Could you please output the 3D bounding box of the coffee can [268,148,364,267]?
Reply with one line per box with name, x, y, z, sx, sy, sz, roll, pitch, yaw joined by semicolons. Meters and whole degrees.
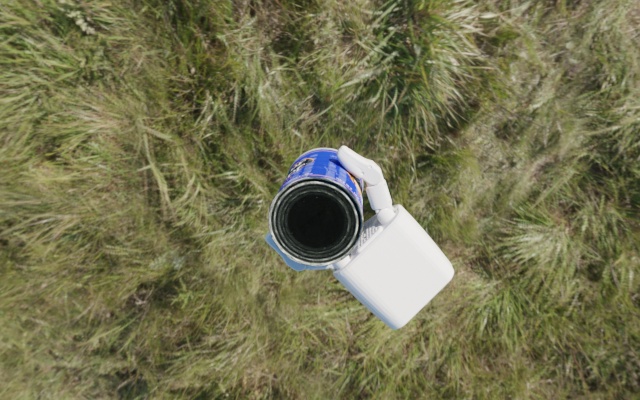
coffee can;0.000;0.002;0.571;0.103;0.103;0.140;0;19;5
